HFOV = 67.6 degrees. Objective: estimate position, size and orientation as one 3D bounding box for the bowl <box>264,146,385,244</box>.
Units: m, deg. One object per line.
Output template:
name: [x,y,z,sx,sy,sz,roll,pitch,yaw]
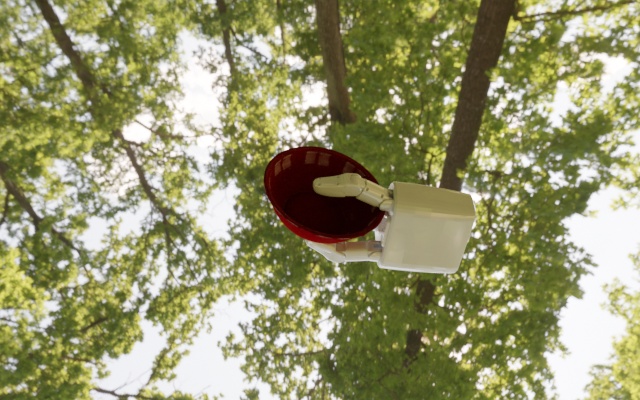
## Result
bowl: [-0.001,0.002,0.624,0.162,0.162,0.055,0,-42,-23]
